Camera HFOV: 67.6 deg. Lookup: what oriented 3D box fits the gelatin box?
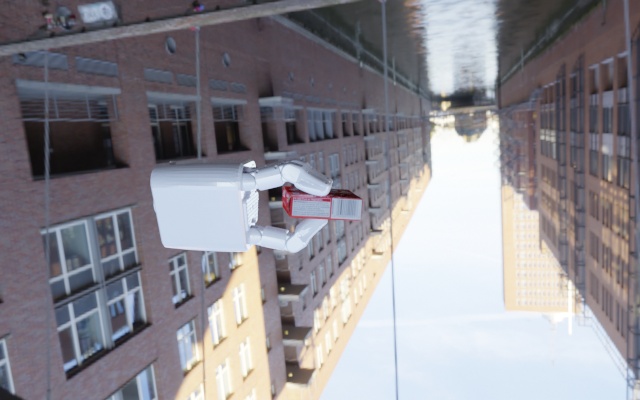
[{"bbox_3d":[0.000,0.002,0.587,0.089,0.030,0.073,3,9,-11],"label":"gelatin box"}]
